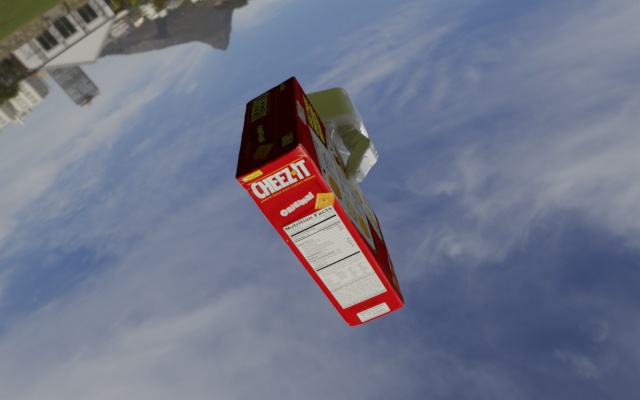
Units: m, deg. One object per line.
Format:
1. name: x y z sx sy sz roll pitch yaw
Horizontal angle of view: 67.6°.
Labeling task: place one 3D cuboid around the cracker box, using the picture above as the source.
1. cracker box: 0.000 0.002 0.497 0.072 0.214 0.164 -27 31 12
